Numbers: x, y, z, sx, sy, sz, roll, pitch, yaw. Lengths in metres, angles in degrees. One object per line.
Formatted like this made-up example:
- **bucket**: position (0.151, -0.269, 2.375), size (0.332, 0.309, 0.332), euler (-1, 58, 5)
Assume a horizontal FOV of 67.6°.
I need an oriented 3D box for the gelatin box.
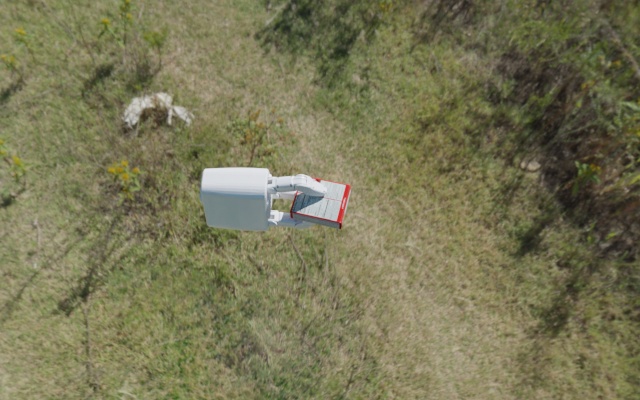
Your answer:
- **gelatin box**: position (0.000, 0.002, 0.802), size (0.089, 0.073, 0.030), euler (12, -26, 8)
